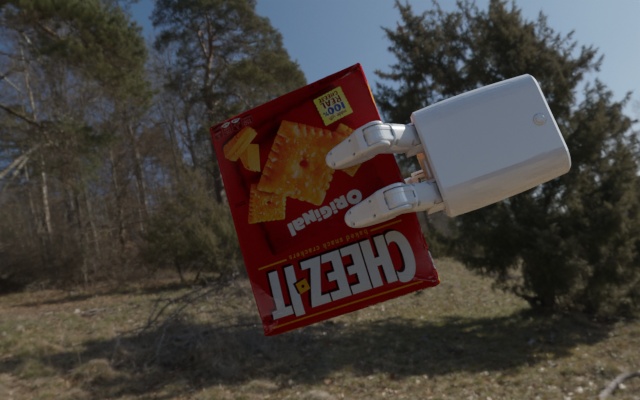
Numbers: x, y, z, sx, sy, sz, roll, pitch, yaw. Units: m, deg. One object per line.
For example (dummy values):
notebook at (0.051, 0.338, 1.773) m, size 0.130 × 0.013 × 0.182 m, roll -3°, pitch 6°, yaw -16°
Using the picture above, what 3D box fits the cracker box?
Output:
cracker box at (0.000, 0.001, 0.457) m, size 0.164 × 0.213 × 0.072 m, roll -20°, pitch -14°, yaw 11°
